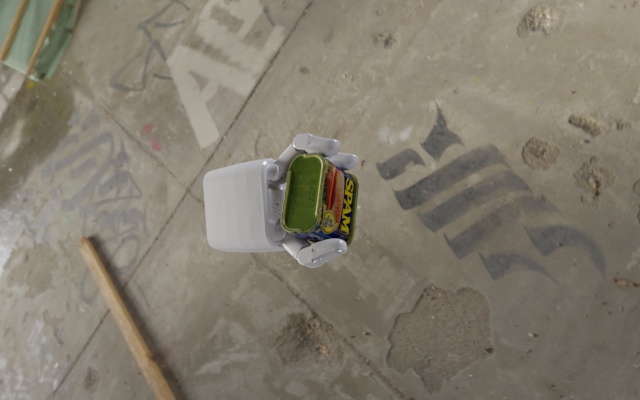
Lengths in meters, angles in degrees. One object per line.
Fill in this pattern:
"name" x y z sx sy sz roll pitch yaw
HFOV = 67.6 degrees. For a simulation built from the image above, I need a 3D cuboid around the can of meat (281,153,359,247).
"can of meat" 0.000 0.002 0.580 0.057 0.102 0.084 -3 -18 32
